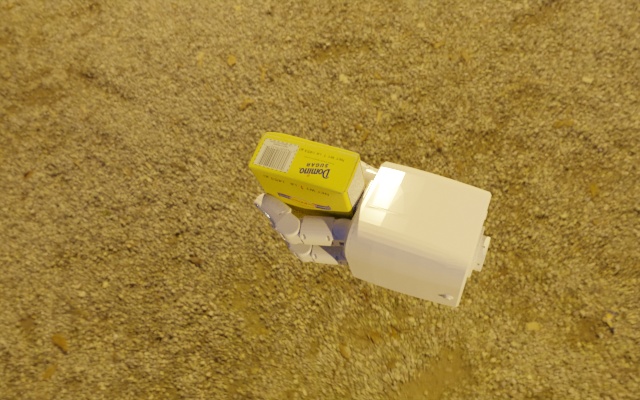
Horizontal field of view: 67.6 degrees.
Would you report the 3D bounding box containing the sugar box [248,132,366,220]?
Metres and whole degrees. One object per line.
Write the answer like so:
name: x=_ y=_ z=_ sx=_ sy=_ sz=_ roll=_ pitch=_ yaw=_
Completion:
sugar box: x=0.000 y=0.002 z=0.482 sx=0.093 sy=0.048 sz=0.176 roll=17 pitch=-22 yaw=19
